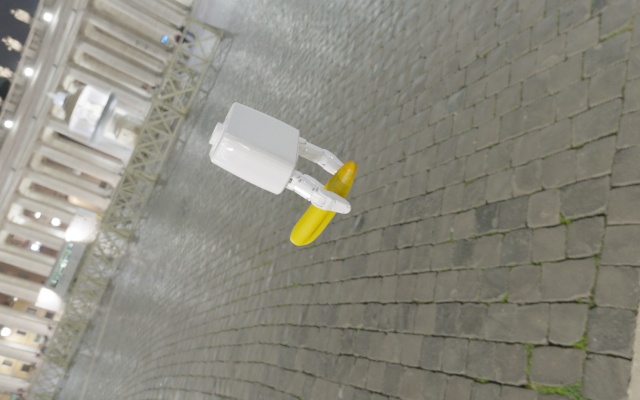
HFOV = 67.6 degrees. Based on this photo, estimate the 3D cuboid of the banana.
[{"bbox_3d":[-0.004,0.018,0.738,0.037,0.069,0.198,25,-45,-14],"label":"banana"}]
